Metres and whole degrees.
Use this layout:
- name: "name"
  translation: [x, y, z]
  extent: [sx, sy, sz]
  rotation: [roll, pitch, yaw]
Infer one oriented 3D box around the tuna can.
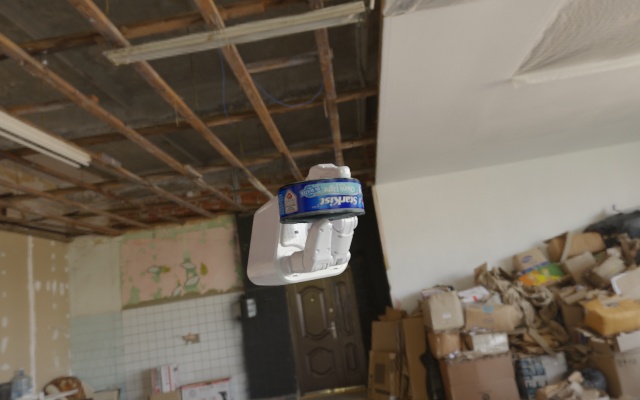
- name: "tuna can"
  translation: [0.000, 0.001, 0.478]
  extent: [0.086, 0.033, 0.086]
  rotation: [-6, -8, -1]
